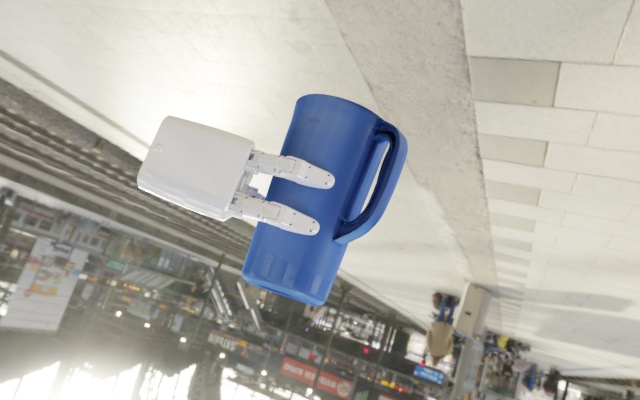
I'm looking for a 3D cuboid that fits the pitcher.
[{"bbox_3d":[0.000,0.002,0.591,0.145,0.242,0.149,20,-13,-4],"label":"pitcher"}]
